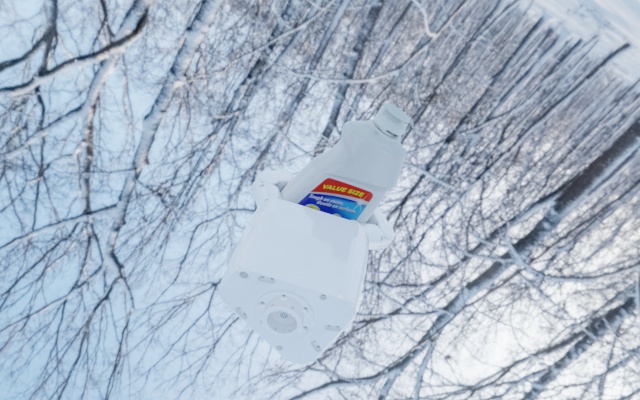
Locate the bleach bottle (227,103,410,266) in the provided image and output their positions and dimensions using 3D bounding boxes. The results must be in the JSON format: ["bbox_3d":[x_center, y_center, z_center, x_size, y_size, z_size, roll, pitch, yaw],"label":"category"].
[{"bbox_3d":[0.000,0.002,0.505,0.102,0.251,0.068,32,29,-8],"label":"bleach bottle"}]
